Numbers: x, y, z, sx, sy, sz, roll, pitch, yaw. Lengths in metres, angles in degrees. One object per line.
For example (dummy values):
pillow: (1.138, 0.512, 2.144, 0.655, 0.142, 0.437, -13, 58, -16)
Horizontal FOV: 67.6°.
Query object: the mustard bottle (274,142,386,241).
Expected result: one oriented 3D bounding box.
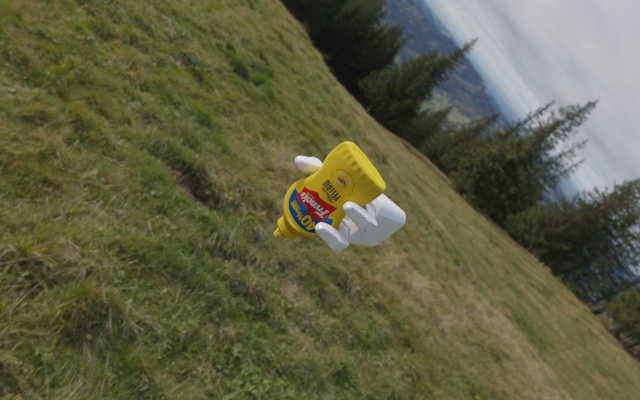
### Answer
mustard bottle: (0.000, 0.002, 0.738, 0.192, 0.096, 0.058, -39, -6, 21)
